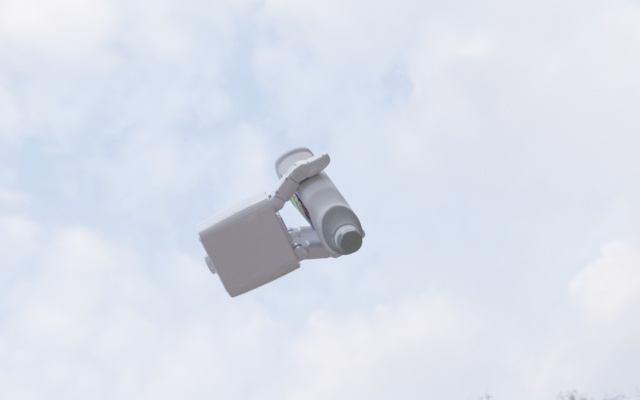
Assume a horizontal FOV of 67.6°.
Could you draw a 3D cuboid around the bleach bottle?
[{"bbox_3d":[0.000,0.002,0.662,0.068,0.103,0.250,-26,23,-6],"label":"bleach bottle"}]
